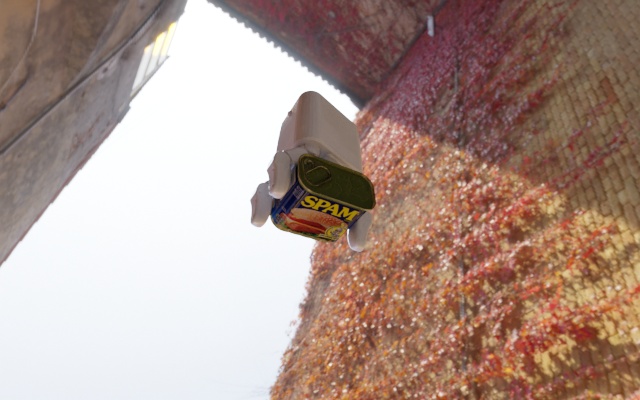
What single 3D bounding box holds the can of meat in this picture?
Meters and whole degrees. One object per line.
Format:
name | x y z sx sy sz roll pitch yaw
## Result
can of meat | 0.000 0.002 0.570 0.102 0.057 0.084 18 -44 -24
